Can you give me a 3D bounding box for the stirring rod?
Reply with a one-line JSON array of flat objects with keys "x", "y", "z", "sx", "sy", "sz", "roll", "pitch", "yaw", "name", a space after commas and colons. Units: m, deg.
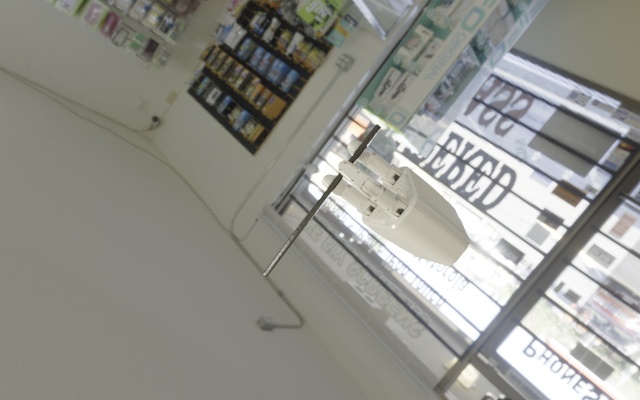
[{"x": 0.000, "y": 0.002, "z": 0.604, "sx": 0.011, "sy": 0.239, "sz": 0.011, "roll": 37, "pitch": 7, "yaw": -6, "name": "stirring rod"}]
